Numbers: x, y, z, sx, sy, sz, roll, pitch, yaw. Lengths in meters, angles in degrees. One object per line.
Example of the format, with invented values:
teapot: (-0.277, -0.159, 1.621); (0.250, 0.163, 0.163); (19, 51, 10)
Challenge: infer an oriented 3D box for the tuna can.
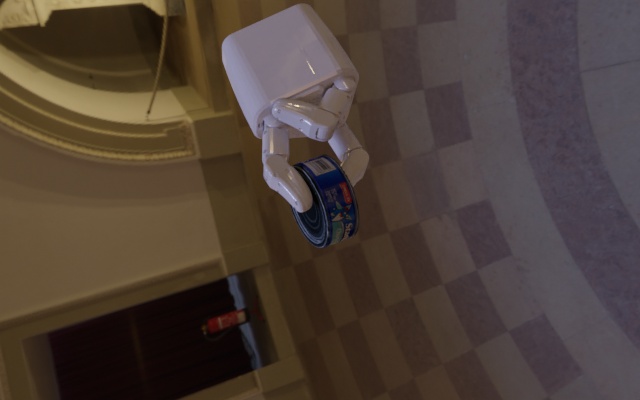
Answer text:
tuna can: (0.000, 0.002, 0.459); (0.034, 0.086, 0.086); (-20, 8, -23)
